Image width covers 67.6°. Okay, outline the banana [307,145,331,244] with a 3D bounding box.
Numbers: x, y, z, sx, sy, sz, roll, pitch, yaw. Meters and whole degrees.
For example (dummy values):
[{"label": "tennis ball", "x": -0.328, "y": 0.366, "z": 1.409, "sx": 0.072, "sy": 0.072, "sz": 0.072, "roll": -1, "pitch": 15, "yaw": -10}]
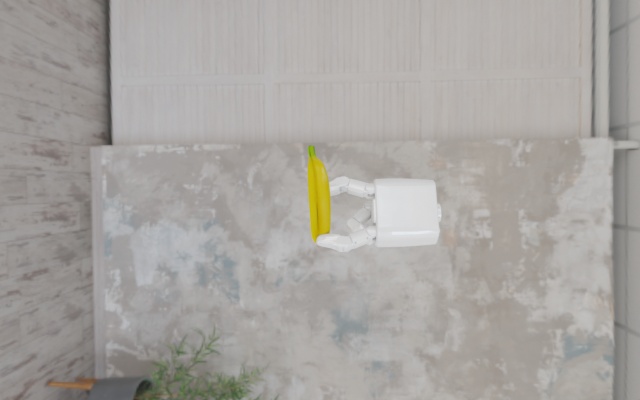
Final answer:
[{"label": "banana", "x": -0.001, "y": 0.009, "z": 0.812, "sx": 0.037, "sy": 0.198, "sz": 0.069, "roll": -1, "pitch": 30, "yaw": 2}]
